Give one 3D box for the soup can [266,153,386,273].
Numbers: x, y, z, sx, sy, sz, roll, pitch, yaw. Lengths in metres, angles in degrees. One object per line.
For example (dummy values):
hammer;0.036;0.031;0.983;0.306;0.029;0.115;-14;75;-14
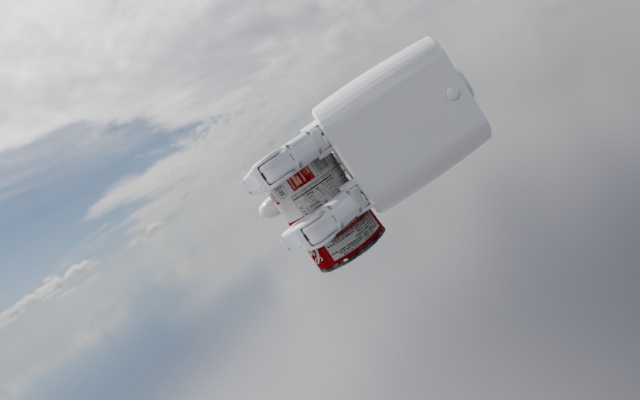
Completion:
soup can;-0.001;0.001;0.412;0.068;0.102;0.068;-34;6;4
